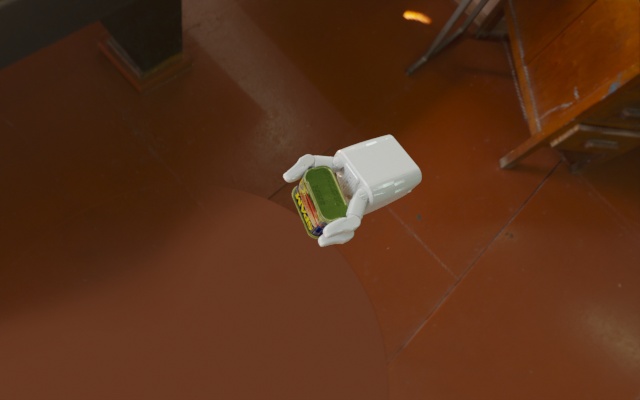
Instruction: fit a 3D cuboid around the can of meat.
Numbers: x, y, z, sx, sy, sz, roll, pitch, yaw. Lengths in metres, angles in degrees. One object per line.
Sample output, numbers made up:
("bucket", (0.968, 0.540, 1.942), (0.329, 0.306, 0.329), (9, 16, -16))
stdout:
("can of meat", (0.000, 0.002, 0.788), (0.057, 0.102, 0.084), (-18, -14, -21))
